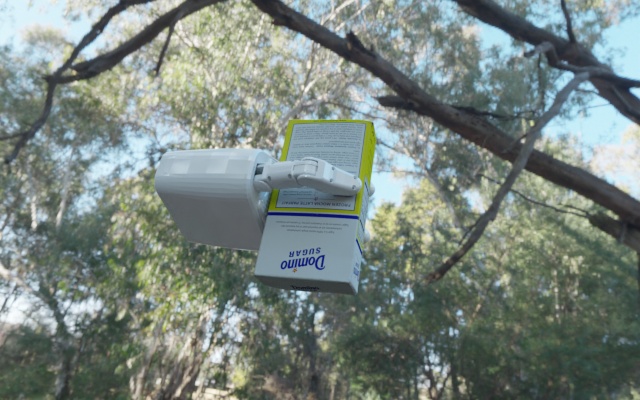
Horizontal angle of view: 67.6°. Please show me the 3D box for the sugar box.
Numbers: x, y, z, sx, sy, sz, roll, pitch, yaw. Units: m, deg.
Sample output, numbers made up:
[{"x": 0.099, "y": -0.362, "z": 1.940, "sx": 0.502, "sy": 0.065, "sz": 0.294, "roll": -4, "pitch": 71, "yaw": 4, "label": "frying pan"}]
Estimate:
[{"x": 0.000, "y": 0.002, "z": 0.475, "sx": 0.093, "sy": 0.176, "sz": 0.048, "roll": 3, "pitch": -25, "yaw": 16, "label": "sugar box"}]
